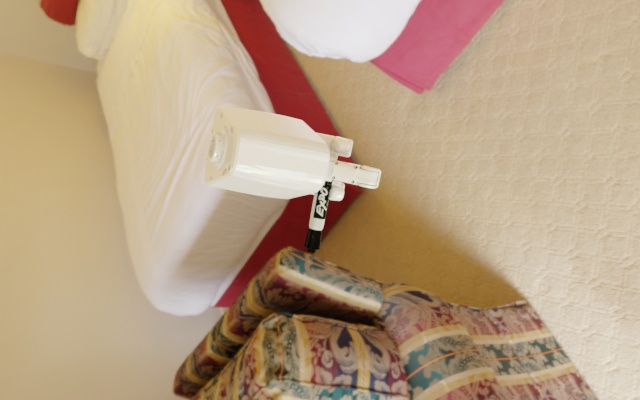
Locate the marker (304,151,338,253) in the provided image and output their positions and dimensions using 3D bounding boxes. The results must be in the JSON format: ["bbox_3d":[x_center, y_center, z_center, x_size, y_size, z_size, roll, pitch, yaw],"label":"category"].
[{"bbox_3d":[0.000,0.002,0.555,0.020,0.121,0.020,11,5,-1],"label":"marker"}]
